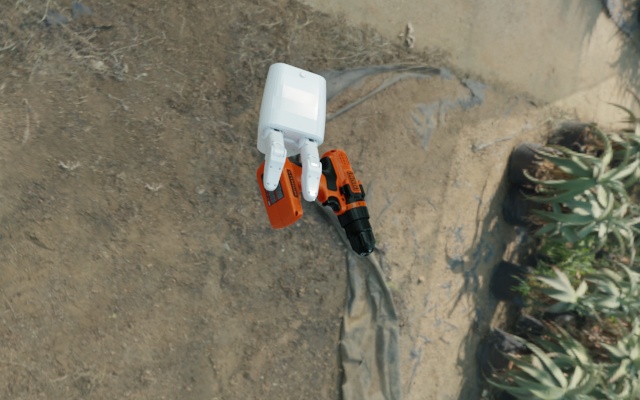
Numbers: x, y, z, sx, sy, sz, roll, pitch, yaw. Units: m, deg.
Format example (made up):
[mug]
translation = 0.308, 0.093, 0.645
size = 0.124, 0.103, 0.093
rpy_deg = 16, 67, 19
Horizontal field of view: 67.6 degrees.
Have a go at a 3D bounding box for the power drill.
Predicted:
[power drill]
translation = 0.000, 0.002, 0.730
size = 0.057, 0.184, 0.187
rpy_deg = -33, -22, 35
